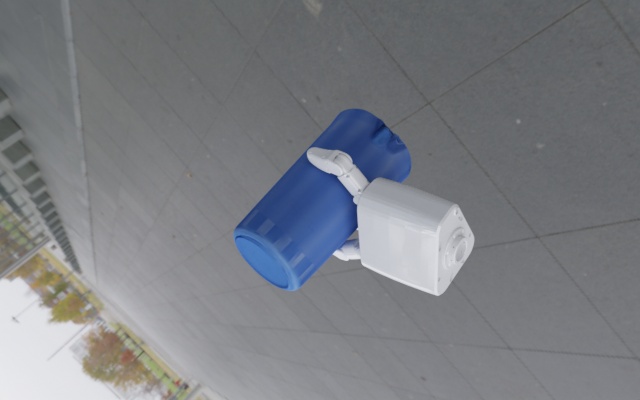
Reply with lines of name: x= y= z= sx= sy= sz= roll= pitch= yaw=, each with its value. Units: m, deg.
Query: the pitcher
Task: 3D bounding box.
pitcher: x=0.000 y=0.002 z=0.642 sx=0.145 sy=0.149 sz=0.242 roll=21 pitch=56 yaw=38
